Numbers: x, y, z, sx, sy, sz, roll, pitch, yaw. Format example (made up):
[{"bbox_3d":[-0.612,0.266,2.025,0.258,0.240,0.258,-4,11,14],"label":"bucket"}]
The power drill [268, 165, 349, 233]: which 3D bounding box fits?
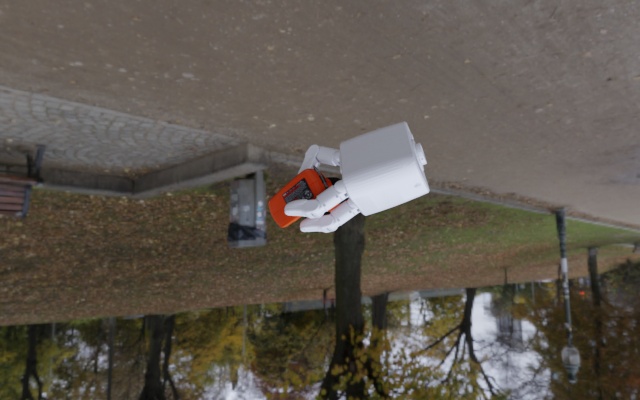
[{"bbox_3d":[0.000,0.003,0.808,0.184,0.057,0.187,-40,-19,28],"label":"power drill"}]
